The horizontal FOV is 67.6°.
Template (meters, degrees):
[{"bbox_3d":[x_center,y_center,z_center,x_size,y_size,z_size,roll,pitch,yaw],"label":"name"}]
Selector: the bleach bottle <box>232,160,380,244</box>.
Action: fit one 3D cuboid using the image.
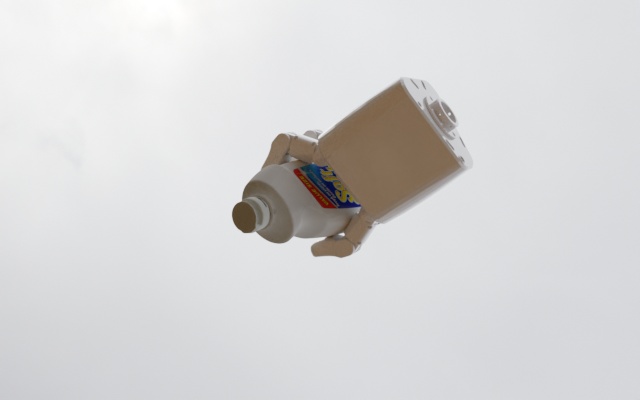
[{"bbox_3d":[0.000,0.002,0.524,0.068,0.102,0.251,-34,-8,31],"label":"bleach bottle"}]
